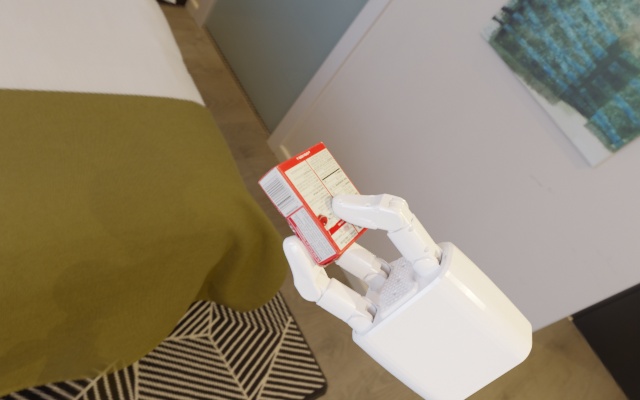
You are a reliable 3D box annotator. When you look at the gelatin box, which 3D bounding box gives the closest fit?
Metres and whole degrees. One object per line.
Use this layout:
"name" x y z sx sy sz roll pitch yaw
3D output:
"gelatin box" 0.000 0.001 0.406 0.030 0.089 0.073 -35 1 38
